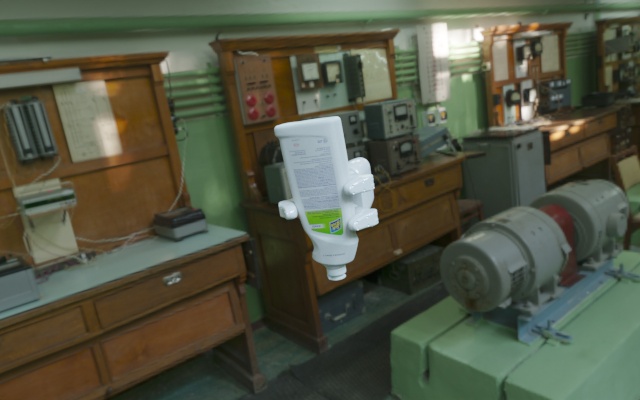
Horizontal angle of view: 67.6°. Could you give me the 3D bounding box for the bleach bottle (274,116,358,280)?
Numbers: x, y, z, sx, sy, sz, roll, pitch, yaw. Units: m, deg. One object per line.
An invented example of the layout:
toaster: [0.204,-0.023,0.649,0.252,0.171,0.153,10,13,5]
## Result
bleach bottle: [0.000,0.002,0.738,0.102,0.251,0.068,-4,14,18]
